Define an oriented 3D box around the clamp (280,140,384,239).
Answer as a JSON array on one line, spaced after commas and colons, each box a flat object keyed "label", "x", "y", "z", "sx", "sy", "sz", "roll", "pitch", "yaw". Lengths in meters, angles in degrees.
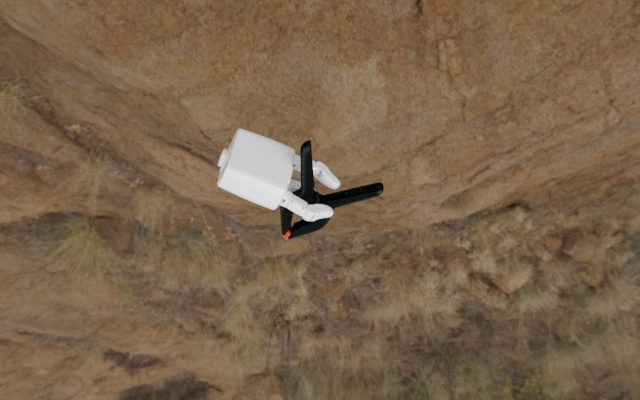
[{"label": "clamp", "x": 0.000, "y": 0.004, "z": 0.855, "sx": 0.164, "sy": 0.210, "sz": 0.036, "roll": 24, "pitch": 38, "yaw": -14}]
